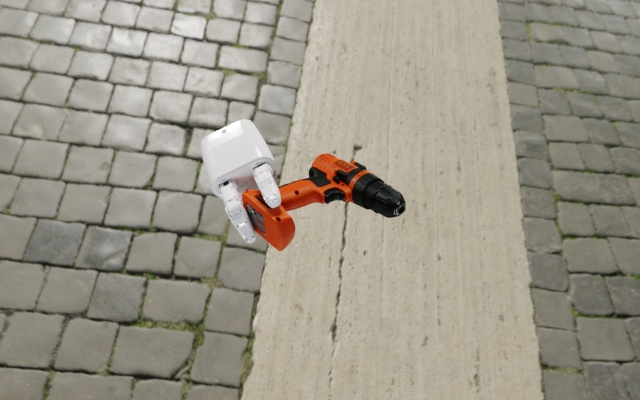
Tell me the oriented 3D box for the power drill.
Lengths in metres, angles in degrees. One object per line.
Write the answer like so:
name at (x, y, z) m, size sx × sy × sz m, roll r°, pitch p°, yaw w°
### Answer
power drill at (0.000, 0.002, 0.672) m, size 0.187 × 0.057 × 0.184 m, roll -23°, pitch 34°, yaw -30°
